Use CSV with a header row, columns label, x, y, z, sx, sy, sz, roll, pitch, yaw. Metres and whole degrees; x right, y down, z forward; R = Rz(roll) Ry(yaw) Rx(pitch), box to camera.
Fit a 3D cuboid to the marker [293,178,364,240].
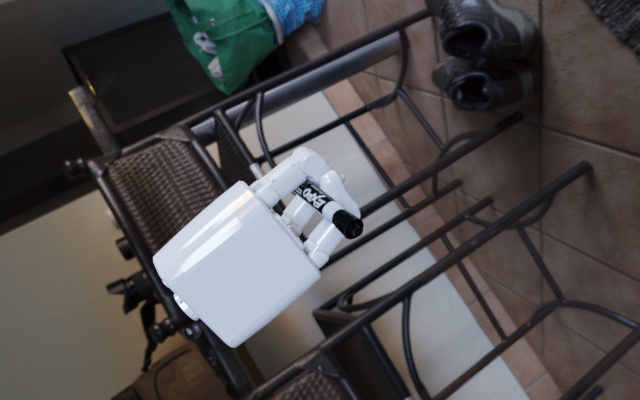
label,x,y,z,sx,sy,sz,roll,pitch,yaw
marker,0.000,0.001,0.417,0.020,0.020,0.121,0,23,-32
